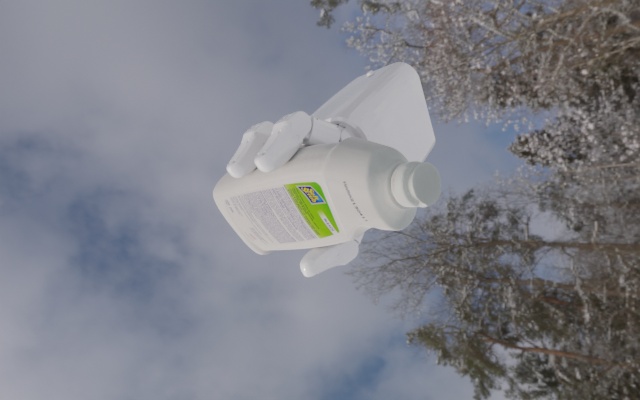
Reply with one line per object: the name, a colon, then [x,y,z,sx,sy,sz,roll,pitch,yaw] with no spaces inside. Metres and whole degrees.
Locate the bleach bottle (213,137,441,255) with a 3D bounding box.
bleach bottle: [0.000,0.001,0.415,0.251,0.102,0.068,-5,38,53]
